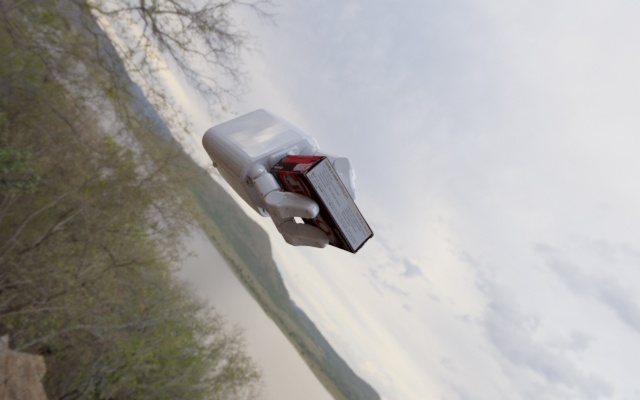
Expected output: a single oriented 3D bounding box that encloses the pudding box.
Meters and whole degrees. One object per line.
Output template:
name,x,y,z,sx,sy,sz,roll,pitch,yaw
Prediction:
pudding box,0.000,0.002,0.544,0.039,0.113,0.090,-42,23,-18
